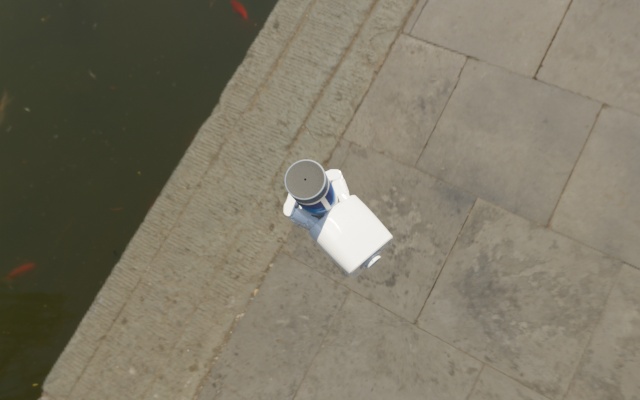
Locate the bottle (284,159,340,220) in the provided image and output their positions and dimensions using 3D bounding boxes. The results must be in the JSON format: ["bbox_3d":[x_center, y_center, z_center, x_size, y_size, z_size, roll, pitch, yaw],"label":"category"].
[{"bbox_3d":[0.000,0.003,0.884,0.069,0.069,0.296,0,-14,10],"label":"bottle"}]
